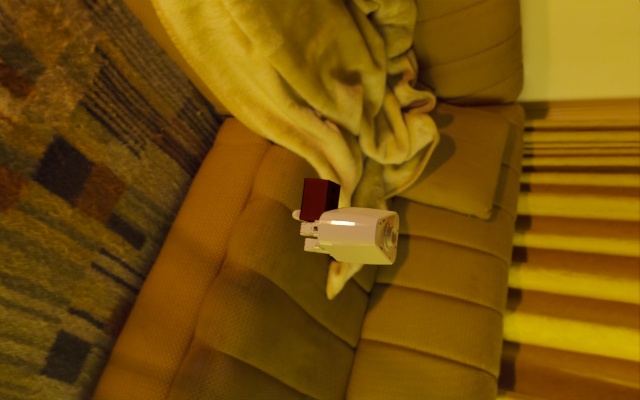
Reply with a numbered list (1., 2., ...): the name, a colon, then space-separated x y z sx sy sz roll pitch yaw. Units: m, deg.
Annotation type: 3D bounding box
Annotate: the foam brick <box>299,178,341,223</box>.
1. foam brick: 0.000 0.003 0.862 0.051 0.078 0.053 2 -9 30
